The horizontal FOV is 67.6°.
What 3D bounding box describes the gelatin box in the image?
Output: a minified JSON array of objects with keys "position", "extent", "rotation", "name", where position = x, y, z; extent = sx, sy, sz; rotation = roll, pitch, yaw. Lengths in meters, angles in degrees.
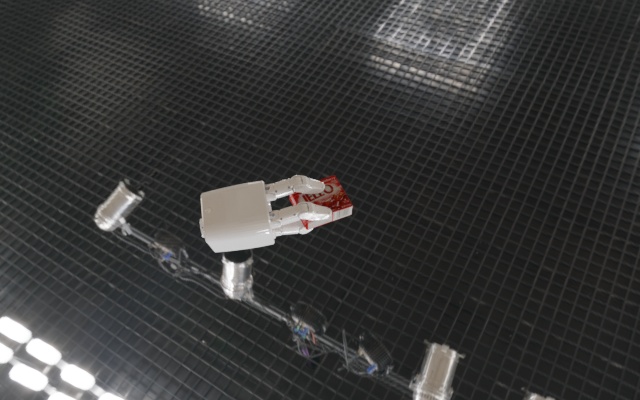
[{"position":[0.000,0.003,0.819],"extent":[0.089,0.073,0.030],"rotation":[-19,-33,-17],"name":"gelatin box"}]
